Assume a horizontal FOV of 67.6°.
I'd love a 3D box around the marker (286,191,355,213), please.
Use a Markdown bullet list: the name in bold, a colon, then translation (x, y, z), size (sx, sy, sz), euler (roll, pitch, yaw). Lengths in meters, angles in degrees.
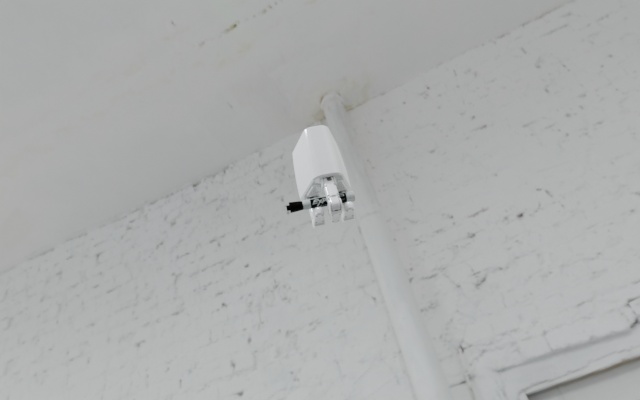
- **marker**: translation (0.000, 0.003, 0.836), size (0.121, 0.020, 0.020), euler (-10, 1, -7)
